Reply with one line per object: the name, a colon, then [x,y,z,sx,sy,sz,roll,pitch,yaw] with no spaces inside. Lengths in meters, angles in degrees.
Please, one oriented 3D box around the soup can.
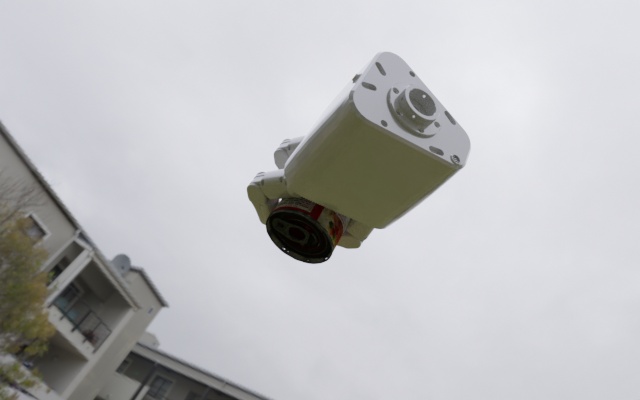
soup can: [0.000,0.002,0.466,0.068,0.068,0.102,0,41,32]
